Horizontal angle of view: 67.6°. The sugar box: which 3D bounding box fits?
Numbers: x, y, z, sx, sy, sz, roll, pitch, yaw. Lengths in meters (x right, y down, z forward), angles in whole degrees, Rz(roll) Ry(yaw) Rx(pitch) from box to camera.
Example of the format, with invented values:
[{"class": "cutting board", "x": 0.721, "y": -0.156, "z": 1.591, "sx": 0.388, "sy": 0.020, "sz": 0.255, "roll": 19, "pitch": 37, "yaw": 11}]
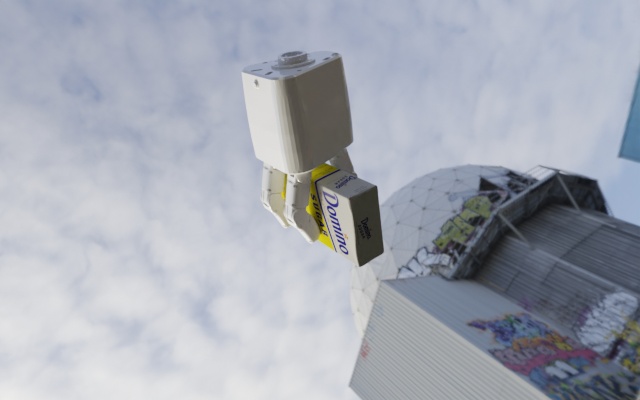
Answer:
[{"class": "sugar box", "x": 0.000, "y": 0.002, "z": 0.584, "sx": 0.048, "sy": 0.093, "sz": 0.176, "roll": -26, "pitch": 33, "yaw": -26}]
